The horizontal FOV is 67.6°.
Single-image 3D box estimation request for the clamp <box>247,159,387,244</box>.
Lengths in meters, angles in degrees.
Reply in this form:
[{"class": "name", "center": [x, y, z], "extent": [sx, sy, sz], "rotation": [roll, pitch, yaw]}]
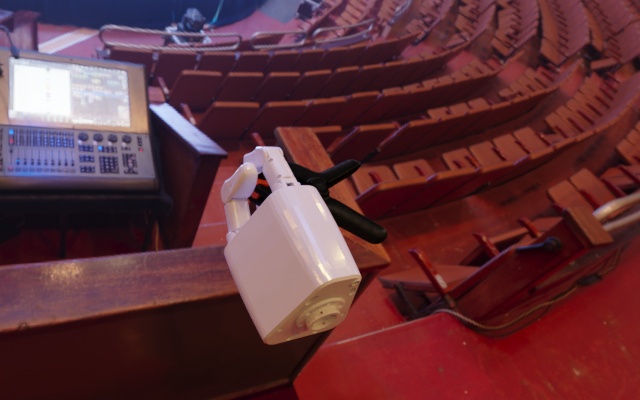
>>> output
[{"class": "clamp", "center": [0.000, 0.001, 0.543], "extent": [0.171, 0.120, 0.039], "rotation": [-4, -39, -35]}]
